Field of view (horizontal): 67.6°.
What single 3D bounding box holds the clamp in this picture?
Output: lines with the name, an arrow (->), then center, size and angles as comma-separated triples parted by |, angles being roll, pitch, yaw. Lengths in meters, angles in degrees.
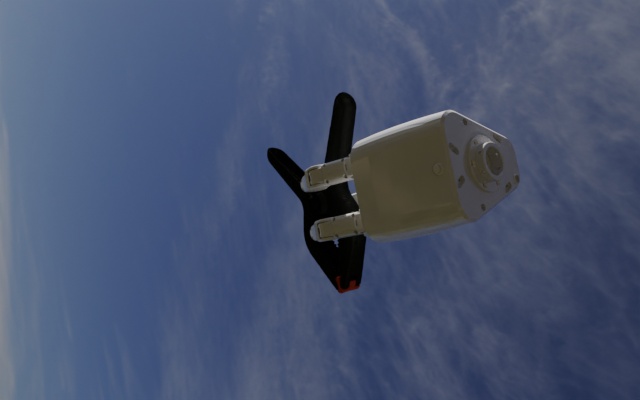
clamp -> 0.001, 0.002, 0.555 | 0.036, 0.210, 0.164 | -7, -6, -37
